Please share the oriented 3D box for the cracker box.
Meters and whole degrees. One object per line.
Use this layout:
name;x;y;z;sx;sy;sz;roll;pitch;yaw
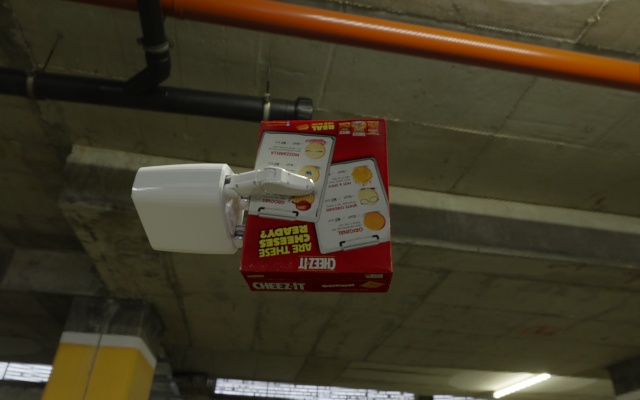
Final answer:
cracker box;0.000;0.002;0.581;0.164;0.213;0.072;0;-32;5
